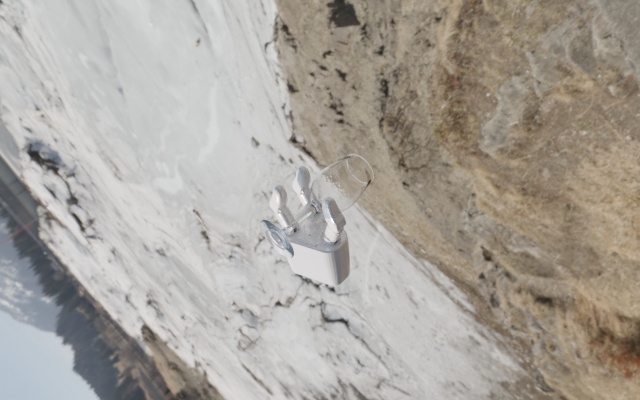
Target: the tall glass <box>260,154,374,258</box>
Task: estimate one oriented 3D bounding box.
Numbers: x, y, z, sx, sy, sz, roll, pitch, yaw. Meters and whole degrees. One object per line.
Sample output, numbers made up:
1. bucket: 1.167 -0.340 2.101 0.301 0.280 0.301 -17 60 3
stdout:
1. tall glass: 0.000 0.003 0.777 0.201 0.079 0.079 -40 21 -26
